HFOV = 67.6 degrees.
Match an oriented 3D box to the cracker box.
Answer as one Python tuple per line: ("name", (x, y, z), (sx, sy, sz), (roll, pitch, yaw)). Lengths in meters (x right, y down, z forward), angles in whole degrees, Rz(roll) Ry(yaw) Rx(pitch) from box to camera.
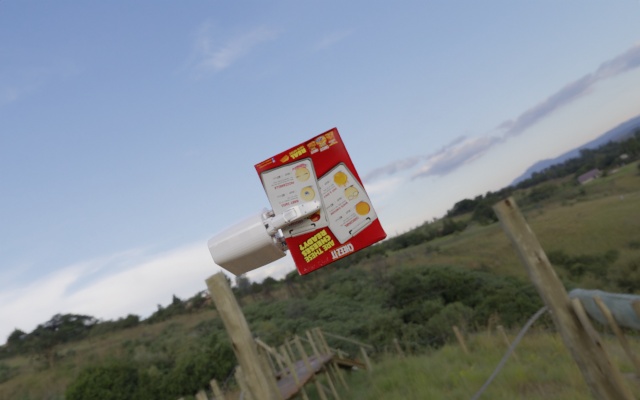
("cracker box", (0.000, 0.003, 0.849), (0.164, 0.213, 0.072), (-25, -10, 5))
